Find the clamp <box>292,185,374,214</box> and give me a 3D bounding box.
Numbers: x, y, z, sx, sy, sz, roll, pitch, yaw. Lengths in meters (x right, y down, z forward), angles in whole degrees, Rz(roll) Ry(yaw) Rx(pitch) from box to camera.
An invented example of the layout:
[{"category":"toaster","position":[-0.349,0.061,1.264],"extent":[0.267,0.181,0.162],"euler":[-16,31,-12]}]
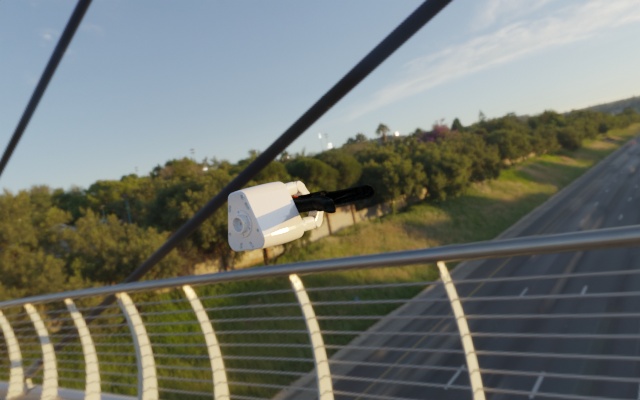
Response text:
[{"category":"clamp","position":[0.000,0.002,0.874],"extent":[0.171,0.039,0.120],"euler":[-10,3,38]}]
